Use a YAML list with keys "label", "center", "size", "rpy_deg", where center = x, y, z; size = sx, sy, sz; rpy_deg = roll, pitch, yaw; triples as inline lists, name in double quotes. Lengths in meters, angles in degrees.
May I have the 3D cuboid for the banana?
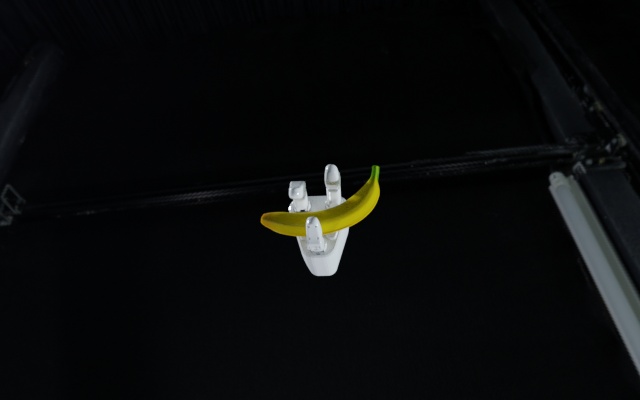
- label: "banana"
  center: [0.011, 0.017, 0.724]
  size: [0.198, 0.069, 0.037]
  rpy_deg: [-23, -18, -3]
